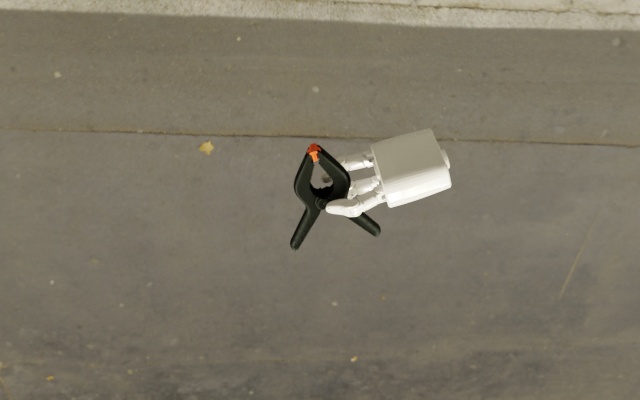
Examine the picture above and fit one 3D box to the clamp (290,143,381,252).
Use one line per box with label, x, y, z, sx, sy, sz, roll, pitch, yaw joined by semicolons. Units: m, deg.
clamp;0.000;0.003;0.810;0.164;0.210;0.036;-17;35;8
